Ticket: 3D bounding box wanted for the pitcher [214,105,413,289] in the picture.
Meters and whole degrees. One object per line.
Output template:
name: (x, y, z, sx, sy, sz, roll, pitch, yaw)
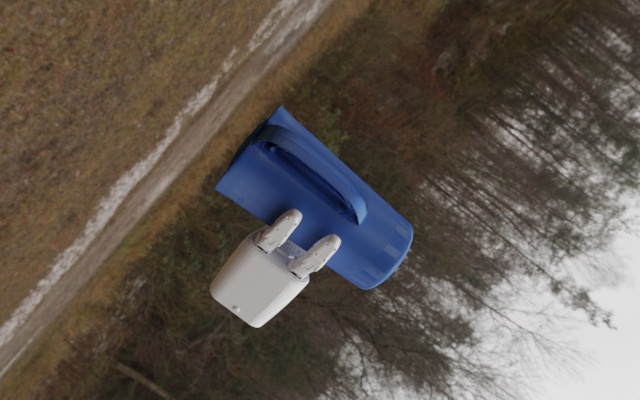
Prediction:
pitcher: (0.000, 0.002, 0.602, 0.243, 0.145, 0.149, 38, 25, -9)
